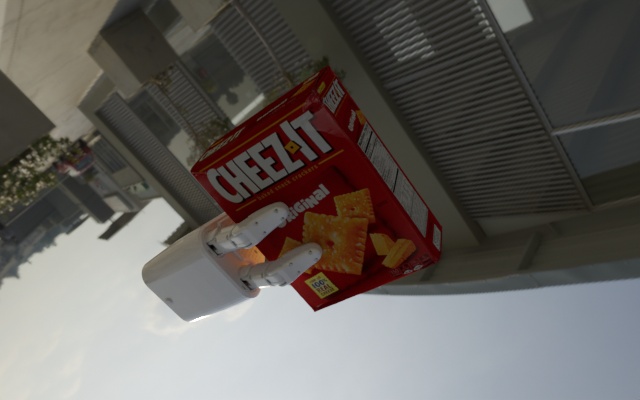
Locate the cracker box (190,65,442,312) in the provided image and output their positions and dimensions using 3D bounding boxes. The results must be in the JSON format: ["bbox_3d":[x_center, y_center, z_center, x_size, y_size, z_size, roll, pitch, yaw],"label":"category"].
[{"bbox_3d":[0.000,0.002,0.491,0.164,0.214,0.072,-27,23,28],"label":"cracker box"}]
